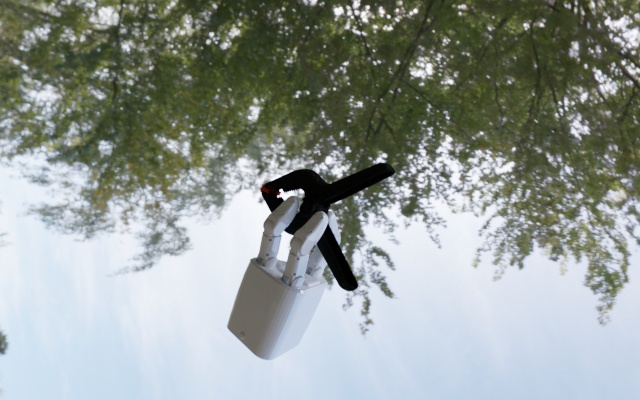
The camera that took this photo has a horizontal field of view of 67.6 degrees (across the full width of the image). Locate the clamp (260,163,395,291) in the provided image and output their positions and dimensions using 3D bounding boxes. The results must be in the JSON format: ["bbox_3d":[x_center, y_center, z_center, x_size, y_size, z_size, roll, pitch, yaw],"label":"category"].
[{"bbox_3d":[0.000,0.002,0.644,0.210,0.164,0.036,29,9,39],"label":"clamp"}]
